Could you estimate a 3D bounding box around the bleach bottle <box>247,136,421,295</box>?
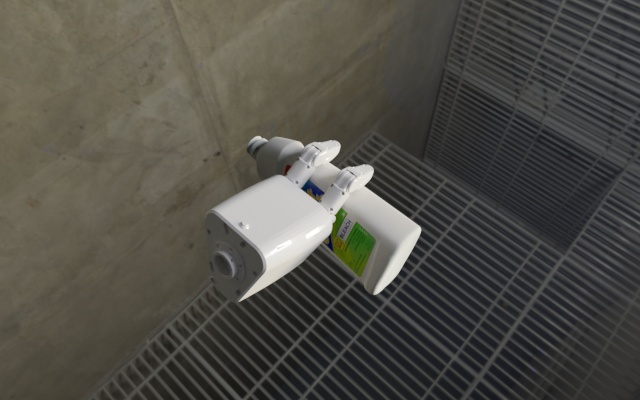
[{"bbox_3d":[0.000,0.002,0.608,0.250,0.103,0.068,37,41,21],"label":"bleach bottle"}]
